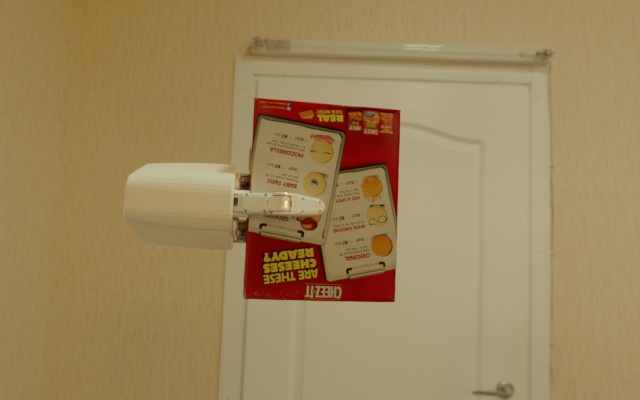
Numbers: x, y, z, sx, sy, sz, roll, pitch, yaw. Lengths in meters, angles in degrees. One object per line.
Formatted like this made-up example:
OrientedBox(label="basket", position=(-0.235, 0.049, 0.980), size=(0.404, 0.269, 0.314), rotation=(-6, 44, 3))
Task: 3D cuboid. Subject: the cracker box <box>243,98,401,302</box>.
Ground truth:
OrientedBox(label="cracker box", position=(0.000, 0.002, 0.539), size=(0.164, 0.213, 0.072), rotation=(3, -5, -8))
